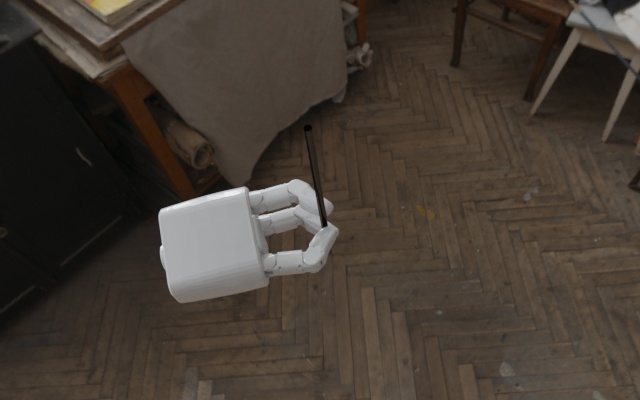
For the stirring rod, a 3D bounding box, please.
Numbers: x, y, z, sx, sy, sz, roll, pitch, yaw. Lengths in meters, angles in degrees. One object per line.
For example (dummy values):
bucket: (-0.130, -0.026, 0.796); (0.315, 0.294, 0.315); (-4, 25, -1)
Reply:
stirring rod: (0.000, 0.002, 0.518); (0.011, 0.011, 0.240); (0, -33, 6)
